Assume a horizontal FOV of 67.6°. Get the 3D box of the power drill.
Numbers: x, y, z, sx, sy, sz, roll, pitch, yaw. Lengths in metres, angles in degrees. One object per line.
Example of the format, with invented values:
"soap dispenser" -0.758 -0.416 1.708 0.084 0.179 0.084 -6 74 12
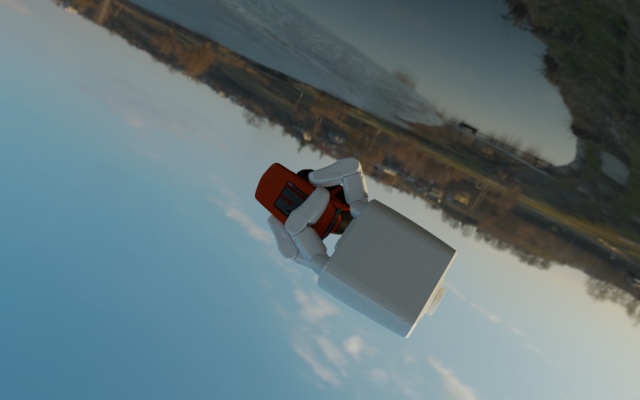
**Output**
"power drill" 0.000 0.002 0.622 0.184 0.057 0.187 36 12 27
